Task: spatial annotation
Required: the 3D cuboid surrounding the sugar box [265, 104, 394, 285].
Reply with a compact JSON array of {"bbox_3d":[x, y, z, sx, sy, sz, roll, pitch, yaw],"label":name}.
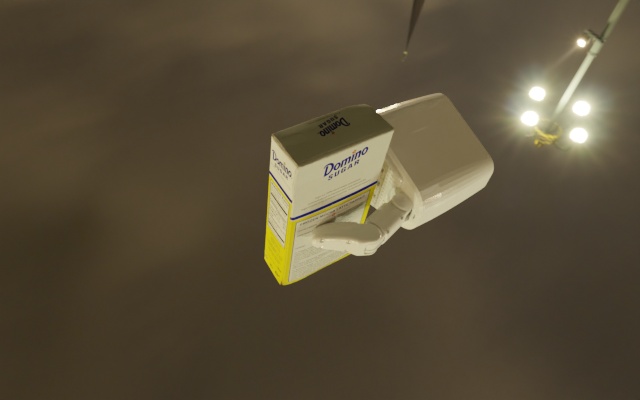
[{"bbox_3d":[0.000,0.001,0.430,0.093,0.048,0.176,-23,-34,-26],"label":"sugar box"}]
